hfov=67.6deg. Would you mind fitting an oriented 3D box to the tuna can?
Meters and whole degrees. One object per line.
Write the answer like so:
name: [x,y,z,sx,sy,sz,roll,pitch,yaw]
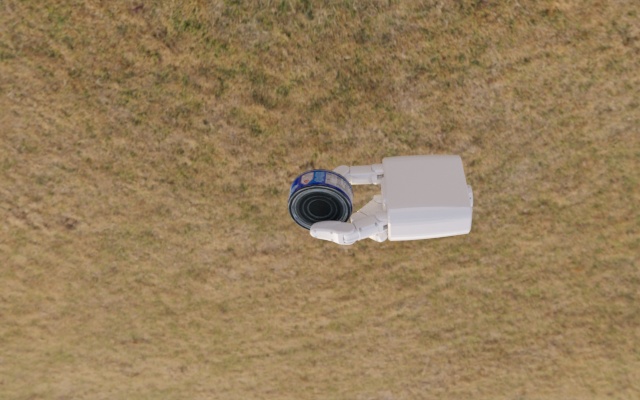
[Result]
tuna can: [0.000,0.002,0.628,0.086,0.086,0.033,0,42,6]
